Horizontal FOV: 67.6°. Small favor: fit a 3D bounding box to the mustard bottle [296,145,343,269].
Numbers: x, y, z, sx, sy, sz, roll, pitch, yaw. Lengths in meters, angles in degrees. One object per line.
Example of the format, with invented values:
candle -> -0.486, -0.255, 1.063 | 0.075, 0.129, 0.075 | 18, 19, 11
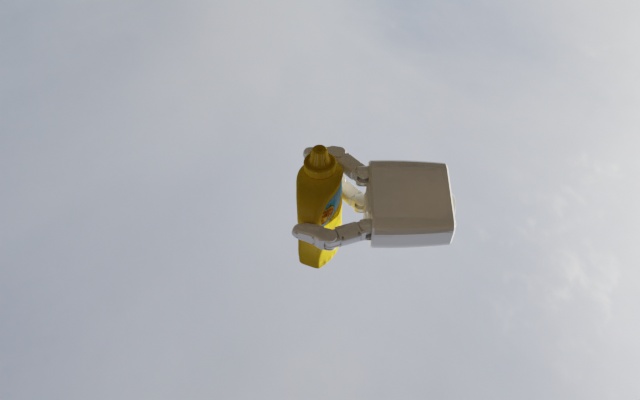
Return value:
mustard bottle -> 0.000, 0.002, 0.651 | 0.058, 0.096, 0.192 | 18, -40, 15
